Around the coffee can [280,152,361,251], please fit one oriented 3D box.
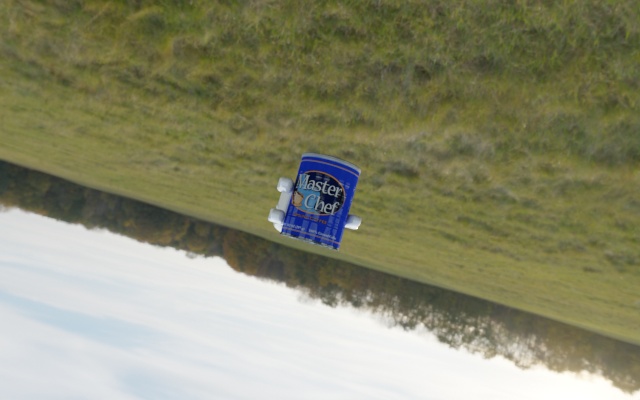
[{"bbox_3d":[0.000,0.002,0.796,0.103,0.140,0.103,16,-6,2],"label":"coffee can"}]
